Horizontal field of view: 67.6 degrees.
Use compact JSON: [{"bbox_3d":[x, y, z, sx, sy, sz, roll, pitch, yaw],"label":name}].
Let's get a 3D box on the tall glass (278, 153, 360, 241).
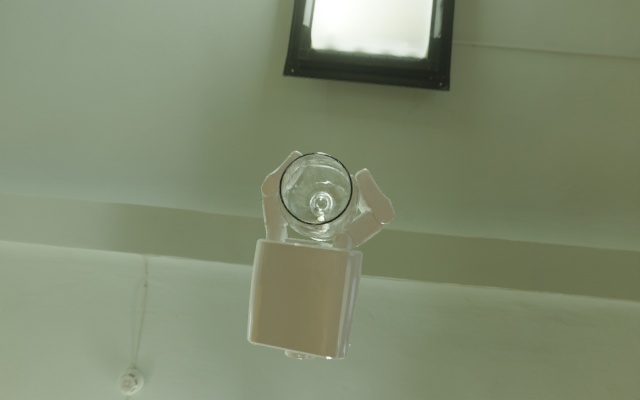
[{"bbox_3d":[0.000,0.002,0.496,0.079,0.079,0.201,0,-7,2],"label":"tall glass"}]
